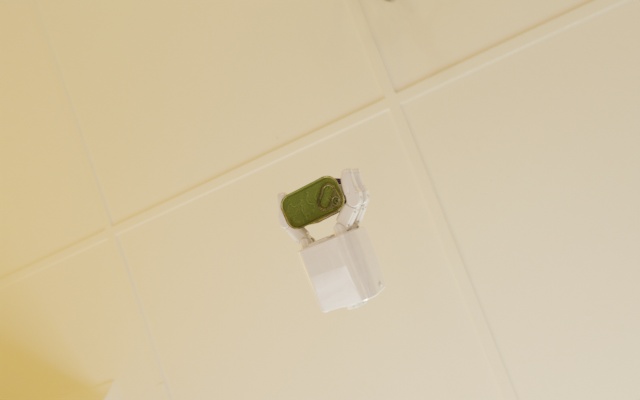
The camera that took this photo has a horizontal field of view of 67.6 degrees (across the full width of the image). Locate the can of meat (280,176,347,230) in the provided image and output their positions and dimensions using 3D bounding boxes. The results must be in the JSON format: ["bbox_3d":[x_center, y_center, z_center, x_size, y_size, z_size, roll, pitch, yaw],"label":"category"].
[{"bbox_3d":[0.000,0.002,0.764,0.102,0.057,0.084,-27,-7,19],"label":"can of meat"}]
